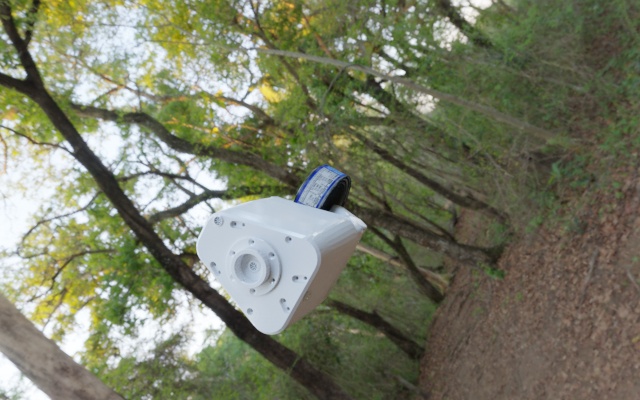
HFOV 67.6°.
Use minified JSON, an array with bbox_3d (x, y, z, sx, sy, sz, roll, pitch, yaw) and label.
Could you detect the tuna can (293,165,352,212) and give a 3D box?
[{"bbox_3d":[0.000,0.002,0.562,0.033,0.086,0.086,30,9,17],"label":"tuna can"}]
